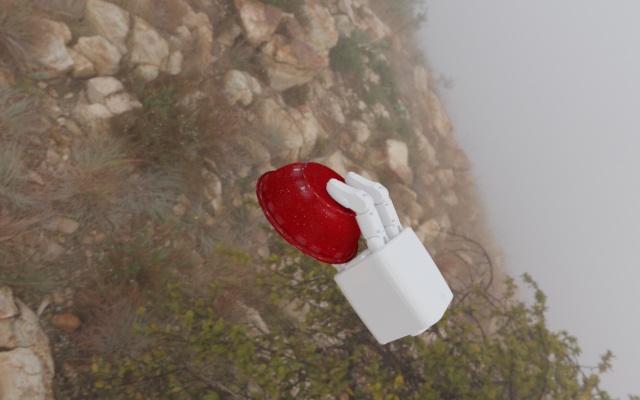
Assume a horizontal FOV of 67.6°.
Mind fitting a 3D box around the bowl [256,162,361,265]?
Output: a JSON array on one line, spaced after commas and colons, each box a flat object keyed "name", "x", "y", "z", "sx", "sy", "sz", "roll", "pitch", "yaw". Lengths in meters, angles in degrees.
[{"name": "bowl", "x": -0.001, "y": 0.001, "z": 0.610, "sx": 0.162, "sy": 0.162, "sz": 0.055, "roll": 0, "pitch": -42, "yaw": -52}]
